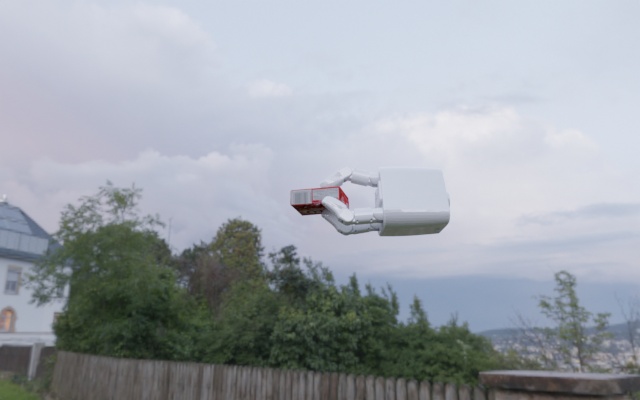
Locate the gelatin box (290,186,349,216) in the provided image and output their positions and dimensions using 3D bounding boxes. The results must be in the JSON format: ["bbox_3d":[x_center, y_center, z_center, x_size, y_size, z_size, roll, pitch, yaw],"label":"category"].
[{"bbox_3d":[0.000,0.002,0.822,0.089,0.030,0.073,-4,-16,12],"label":"gelatin box"}]
